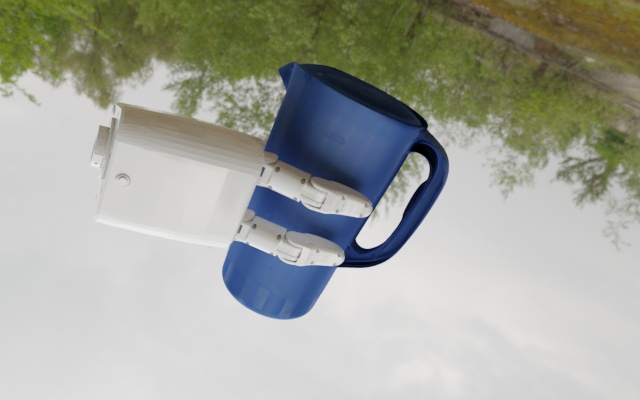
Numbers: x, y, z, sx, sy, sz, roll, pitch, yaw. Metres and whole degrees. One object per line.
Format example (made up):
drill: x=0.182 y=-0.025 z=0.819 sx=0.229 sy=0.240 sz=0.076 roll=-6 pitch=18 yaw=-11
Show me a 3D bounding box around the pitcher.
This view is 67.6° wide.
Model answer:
pitcher: x=0.000 y=0.001 z=0.470 sx=0.145 sy=0.243 sz=0.149 roll=13 pitch=25 yaw=-29
